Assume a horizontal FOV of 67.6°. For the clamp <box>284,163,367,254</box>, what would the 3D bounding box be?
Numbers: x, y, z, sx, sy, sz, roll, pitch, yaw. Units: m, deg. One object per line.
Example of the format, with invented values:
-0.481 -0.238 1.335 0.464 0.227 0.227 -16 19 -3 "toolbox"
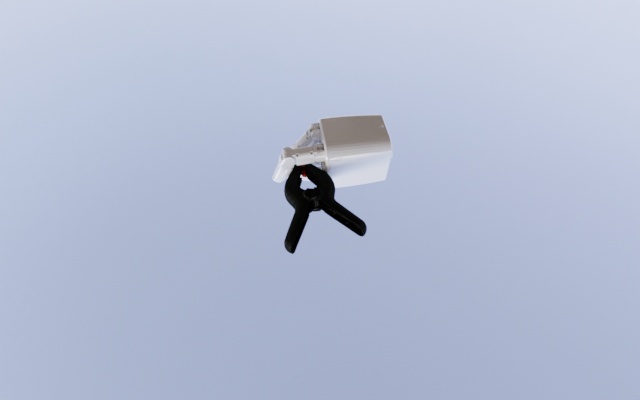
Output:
0.000 0.003 0.726 0.120 0.171 0.039 -3 -38 -7 "clamp"
